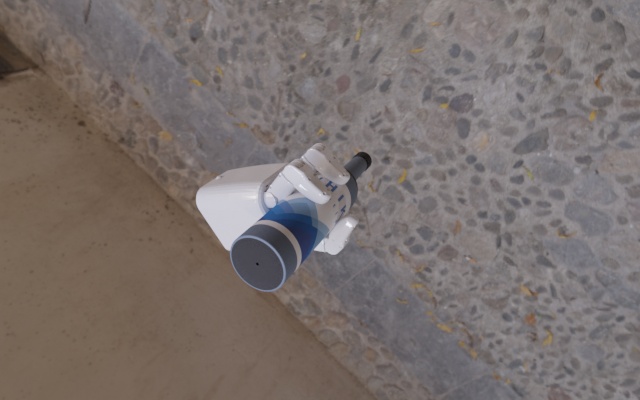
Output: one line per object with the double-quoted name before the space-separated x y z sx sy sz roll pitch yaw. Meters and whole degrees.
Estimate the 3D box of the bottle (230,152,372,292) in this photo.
"bottle" 0.000 0.002 0.596 0.069 0.069 0.295 0 25 29
